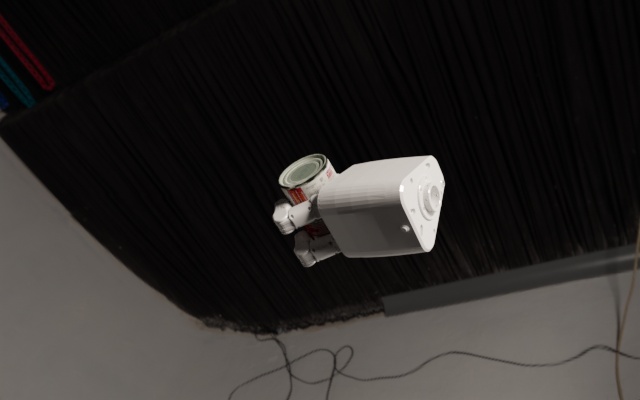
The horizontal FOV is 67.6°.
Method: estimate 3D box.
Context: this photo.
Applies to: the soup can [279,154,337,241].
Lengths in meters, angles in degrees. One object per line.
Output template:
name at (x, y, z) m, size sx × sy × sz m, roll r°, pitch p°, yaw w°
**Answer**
soup can at (0.000, 0.002, 0.597) m, size 0.068 × 0.102 × 0.068 m, roll -23°, pitch 29°, yaw 13°
